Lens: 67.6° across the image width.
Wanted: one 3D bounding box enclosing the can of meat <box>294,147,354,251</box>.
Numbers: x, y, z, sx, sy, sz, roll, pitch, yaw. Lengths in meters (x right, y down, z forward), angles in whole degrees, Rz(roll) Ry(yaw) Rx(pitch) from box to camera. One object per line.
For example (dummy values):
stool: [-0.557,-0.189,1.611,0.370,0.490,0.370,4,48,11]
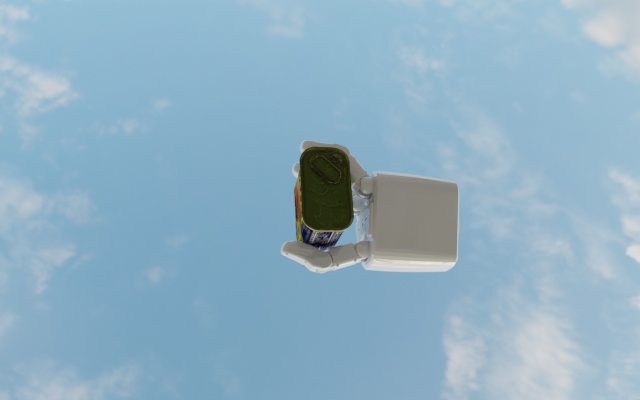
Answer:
can of meat: [0.000,0.002,0.560,0.057,0.102,0.084,1,-23,-10]
